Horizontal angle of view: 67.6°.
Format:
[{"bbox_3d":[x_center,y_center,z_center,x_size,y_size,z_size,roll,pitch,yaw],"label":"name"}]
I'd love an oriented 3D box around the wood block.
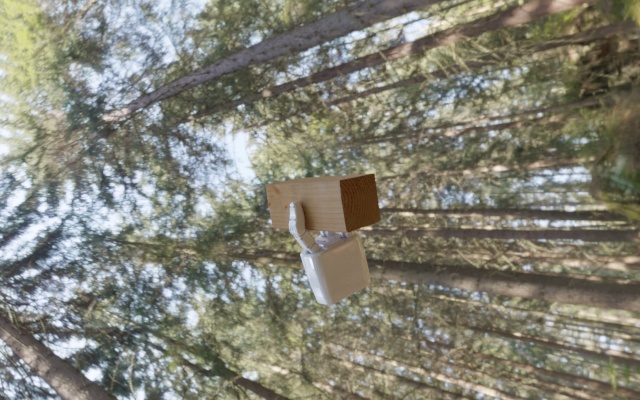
[{"bbox_3d":[0.000,0.003,0.886,0.091,0.090,0.206,-15,9,-42],"label":"wood block"}]
